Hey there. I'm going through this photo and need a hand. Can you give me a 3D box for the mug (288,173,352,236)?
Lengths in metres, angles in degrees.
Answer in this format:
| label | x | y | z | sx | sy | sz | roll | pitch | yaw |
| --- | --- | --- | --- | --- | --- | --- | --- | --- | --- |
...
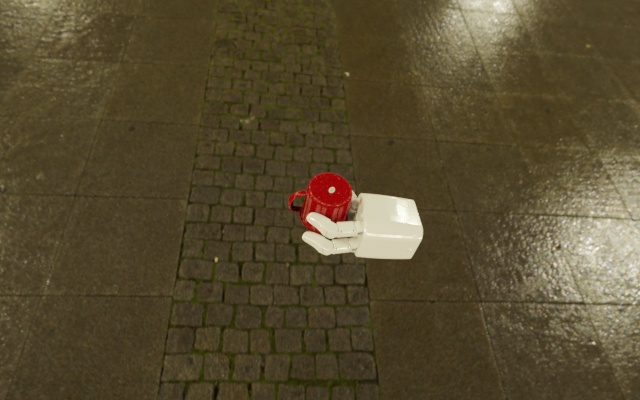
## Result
| label | x | y | z | sx | sy | sz | roll | pitch | yaw |
| --- | --- | --- | --- | --- | --- | --- | --- | --- | --- |
| mug | -0.001 | 0.003 | 0.871 | 0.117 | 0.093 | 0.082 | 4 | -39 | -8 |
